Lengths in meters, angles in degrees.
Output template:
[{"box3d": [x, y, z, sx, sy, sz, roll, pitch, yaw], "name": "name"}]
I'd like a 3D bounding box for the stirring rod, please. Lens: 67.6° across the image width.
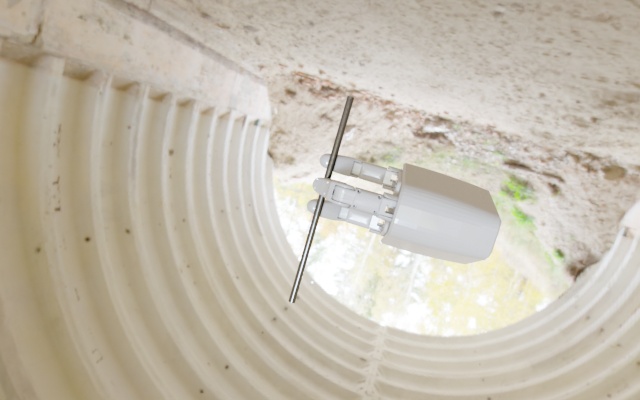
[{"box3d": [0.000, 0.002, 0.536, 0.011, 0.239, 0.011, 16, 7, -2], "name": "stirring rod"}]
